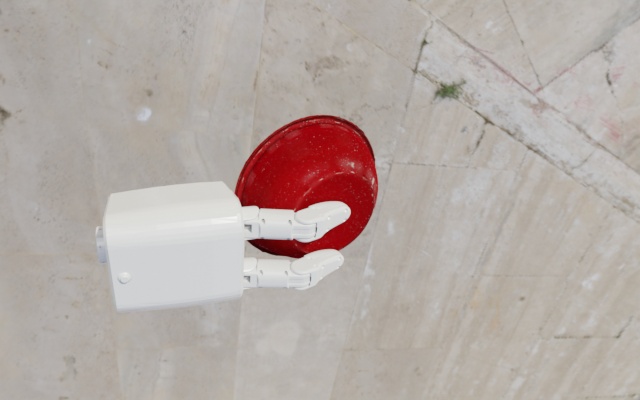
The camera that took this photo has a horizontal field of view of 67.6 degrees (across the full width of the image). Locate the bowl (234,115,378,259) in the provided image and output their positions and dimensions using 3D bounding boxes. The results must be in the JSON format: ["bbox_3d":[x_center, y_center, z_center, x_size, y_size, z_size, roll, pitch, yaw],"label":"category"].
[{"bbox_3d":[0.001,0.001,0.469,0.162,0.162,0.055,0,29,-33],"label":"bowl"}]
